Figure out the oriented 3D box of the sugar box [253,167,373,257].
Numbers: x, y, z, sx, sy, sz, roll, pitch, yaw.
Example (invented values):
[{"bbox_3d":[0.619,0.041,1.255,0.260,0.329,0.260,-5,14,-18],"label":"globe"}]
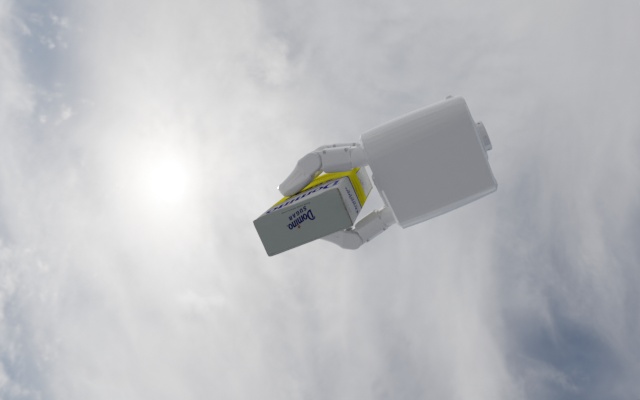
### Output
[{"bbox_3d":[0.000,0.001,0.524,0.093,0.048,0.176,-22,5,15],"label":"sugar box"}]
